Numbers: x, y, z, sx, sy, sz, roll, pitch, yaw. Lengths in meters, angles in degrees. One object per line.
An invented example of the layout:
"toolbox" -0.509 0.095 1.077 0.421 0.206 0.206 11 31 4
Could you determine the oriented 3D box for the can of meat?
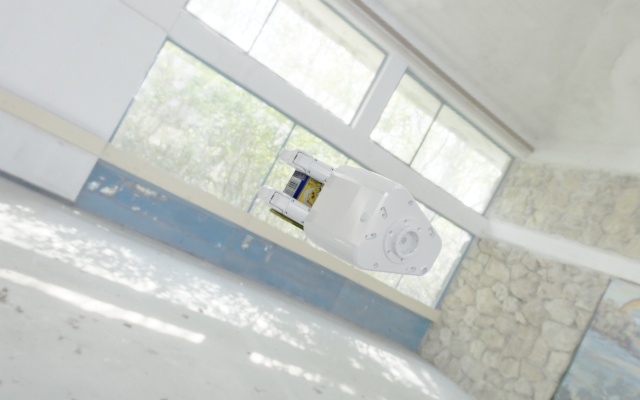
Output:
"can of meat" 0.000 0.002 0.609 0.102 0.084 0.057 30 -2 -26
